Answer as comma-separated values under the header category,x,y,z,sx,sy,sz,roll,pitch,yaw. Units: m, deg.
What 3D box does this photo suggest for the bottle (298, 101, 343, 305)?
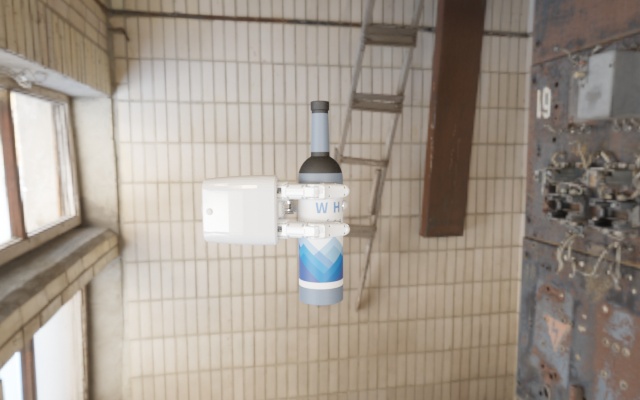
category,x,y,z,sx,sy,sz,roll,pitch,yaw
bottle,0.000,0.003,0.709,0.069,0.296,0.069,0,5,0
